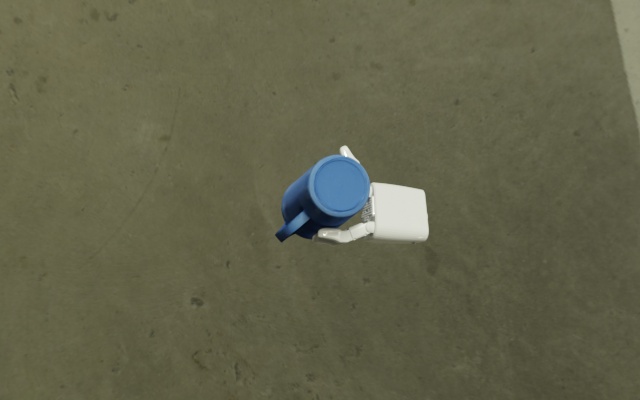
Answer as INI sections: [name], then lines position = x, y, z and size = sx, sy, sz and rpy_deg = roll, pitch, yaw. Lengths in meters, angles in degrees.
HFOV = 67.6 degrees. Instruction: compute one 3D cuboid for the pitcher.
[pitcher]
position = 0.000, 0.003, 0.899
size = 0.145, 0.149, 0.243
rpy_deg = 6, -12, -11
